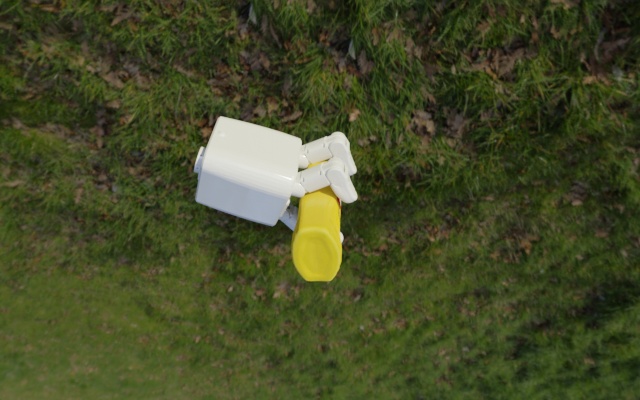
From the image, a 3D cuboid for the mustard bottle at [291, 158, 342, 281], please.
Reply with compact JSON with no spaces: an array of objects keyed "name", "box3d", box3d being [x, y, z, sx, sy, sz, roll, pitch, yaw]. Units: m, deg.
[{"name":"mustard bottle","box3d":[0.000,0.002,0.610,0.058,0.096,0.191,-2,42,6]}]
